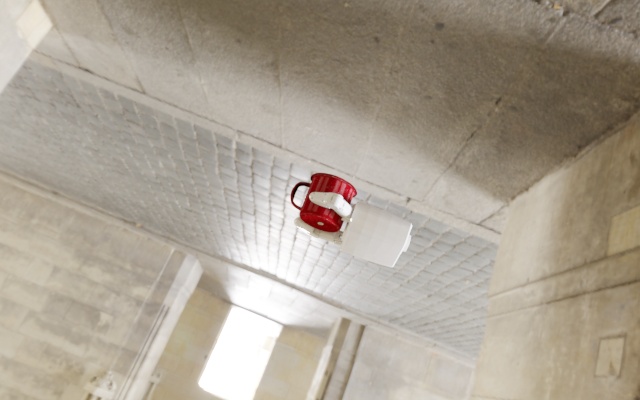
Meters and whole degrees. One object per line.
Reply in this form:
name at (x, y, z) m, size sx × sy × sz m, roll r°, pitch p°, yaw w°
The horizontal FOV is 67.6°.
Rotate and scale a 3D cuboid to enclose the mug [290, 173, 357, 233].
mug at (-0.001, 0.003, 0.882) m, size 0.117 × 0.081 × 0.093 m, roll 19°, pitch -20°, yaw 6°
